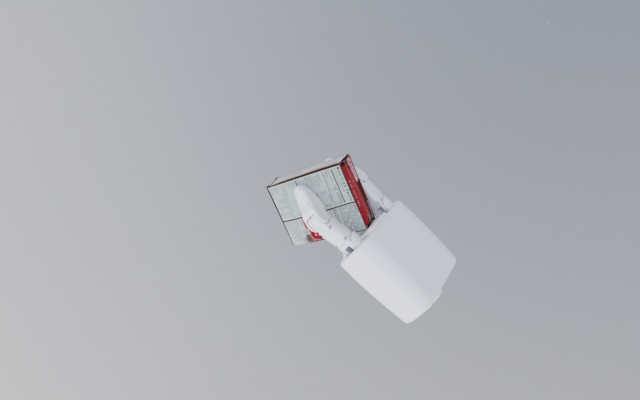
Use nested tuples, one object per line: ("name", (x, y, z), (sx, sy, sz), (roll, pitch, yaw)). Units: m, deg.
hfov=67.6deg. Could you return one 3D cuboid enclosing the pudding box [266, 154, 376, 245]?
("pudding box", (0.000, 0.002, 0.593), (0.113, 0.090, 0.039), (-16, 15, 27))
